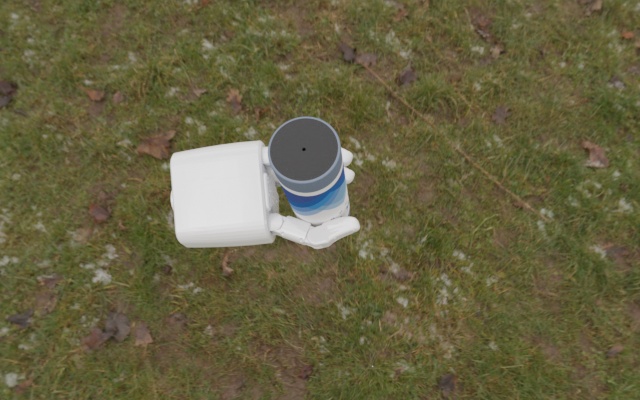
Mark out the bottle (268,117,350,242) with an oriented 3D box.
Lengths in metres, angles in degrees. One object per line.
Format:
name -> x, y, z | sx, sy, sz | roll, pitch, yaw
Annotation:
bottle -> 0.000, 0.002, 0.566 | 0.069, 0.069, 0.296 | 0, -19, 6
